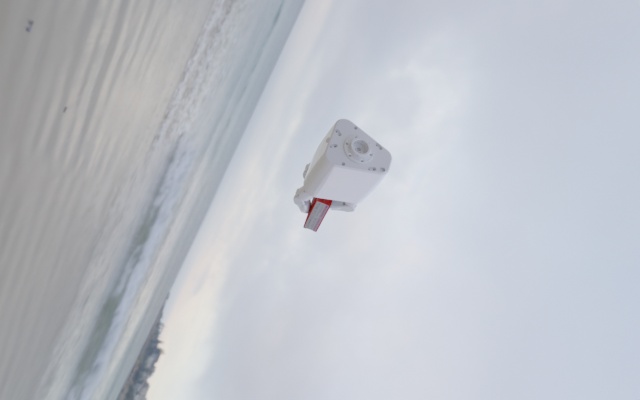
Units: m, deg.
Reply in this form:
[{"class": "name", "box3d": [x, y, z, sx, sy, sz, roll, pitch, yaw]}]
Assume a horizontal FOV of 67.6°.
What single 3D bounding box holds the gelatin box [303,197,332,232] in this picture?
[{"class": "gelatin box", "box3d": [0.000, 0.003, 0.877, 0.030, 0.073, 0.089, 21, -42, -4]}]
